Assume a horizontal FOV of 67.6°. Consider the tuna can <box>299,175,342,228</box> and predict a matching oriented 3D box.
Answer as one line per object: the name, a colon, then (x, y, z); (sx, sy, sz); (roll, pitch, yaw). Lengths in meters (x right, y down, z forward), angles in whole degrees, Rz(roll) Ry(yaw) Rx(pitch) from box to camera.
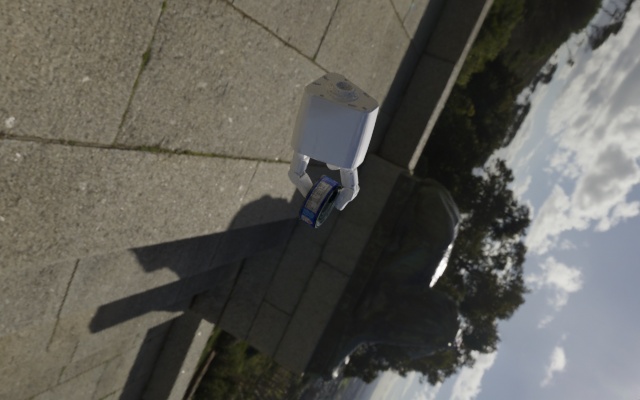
tuna can: (0.001, 0.003, 0.798); (0.034, 0.086, 0.086); (30, 7, 12)
